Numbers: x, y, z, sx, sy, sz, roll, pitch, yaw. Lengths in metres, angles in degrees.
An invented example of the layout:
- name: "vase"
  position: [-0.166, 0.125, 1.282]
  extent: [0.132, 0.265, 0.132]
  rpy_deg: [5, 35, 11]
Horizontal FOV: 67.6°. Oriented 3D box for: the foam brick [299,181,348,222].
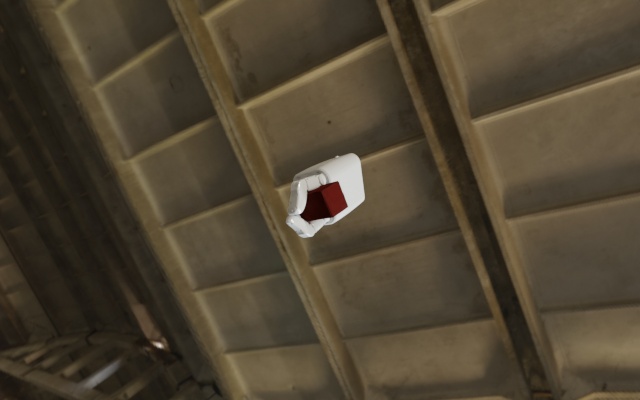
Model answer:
- name: "foam brick"
  position: [0.000, 0.003, 0.854]
  extent: [0.078, 0.053, 0.051]
  rpy_deg: [-12, 13, 45]
